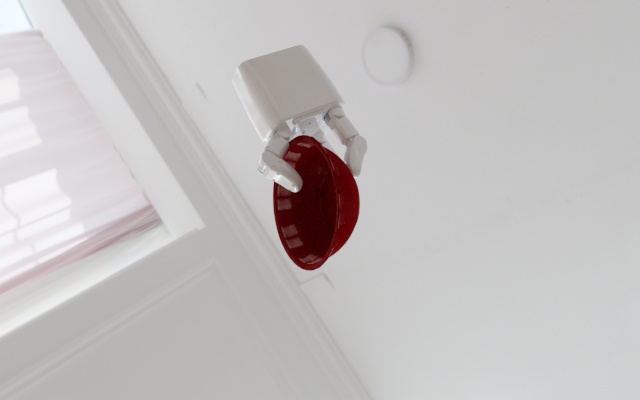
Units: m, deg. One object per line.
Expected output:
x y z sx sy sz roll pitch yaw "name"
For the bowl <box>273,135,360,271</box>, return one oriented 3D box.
0.001 0.003 0.583 0.055 0.162 0.162 -3 1 -31 "bowl"
